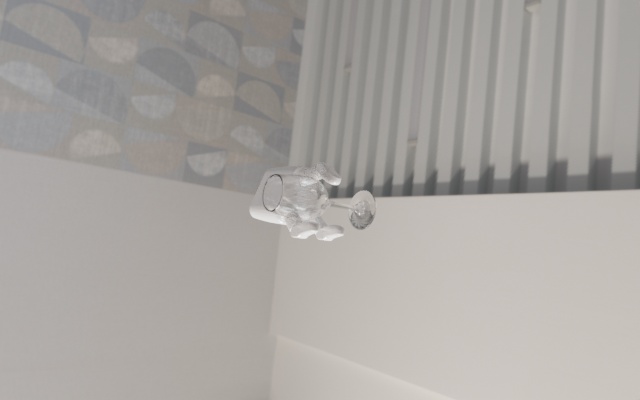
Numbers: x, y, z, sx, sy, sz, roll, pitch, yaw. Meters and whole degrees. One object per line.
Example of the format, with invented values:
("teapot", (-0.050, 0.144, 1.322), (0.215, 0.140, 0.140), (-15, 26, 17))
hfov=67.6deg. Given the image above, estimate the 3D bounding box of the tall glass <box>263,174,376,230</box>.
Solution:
("tall glass", (0.001, 0.003, 0.830), (0.201, 0.079, 0.079), (11, -7, -38))
